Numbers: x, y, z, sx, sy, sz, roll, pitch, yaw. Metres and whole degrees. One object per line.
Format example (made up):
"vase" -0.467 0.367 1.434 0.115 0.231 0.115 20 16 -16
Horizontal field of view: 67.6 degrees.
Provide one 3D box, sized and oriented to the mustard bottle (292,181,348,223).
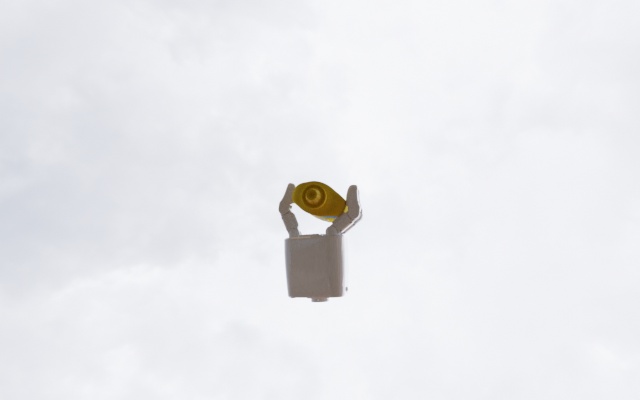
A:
"mustard bottle" 0.000 0.002 0.852 0.096 0.058 0.191 20 -3 11
